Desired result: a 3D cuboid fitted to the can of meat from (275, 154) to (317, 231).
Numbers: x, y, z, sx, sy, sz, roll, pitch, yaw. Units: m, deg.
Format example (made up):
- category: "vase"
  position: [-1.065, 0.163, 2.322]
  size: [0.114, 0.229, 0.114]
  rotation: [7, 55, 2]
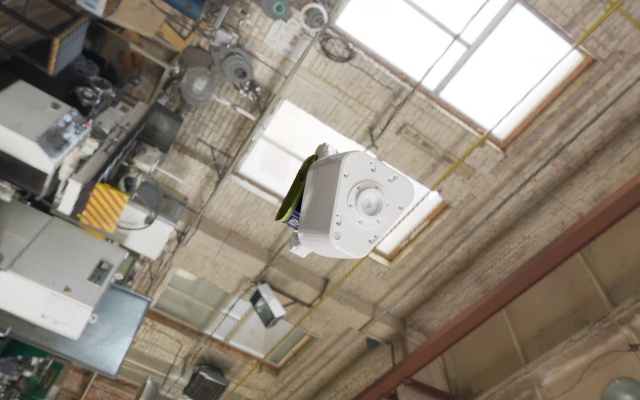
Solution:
- category: "can of meat"
  position: [0.000, 0.002, 0.648]
  size: [0.084, 0.102, 0.057]
  rotation: [29, -15, -15]
